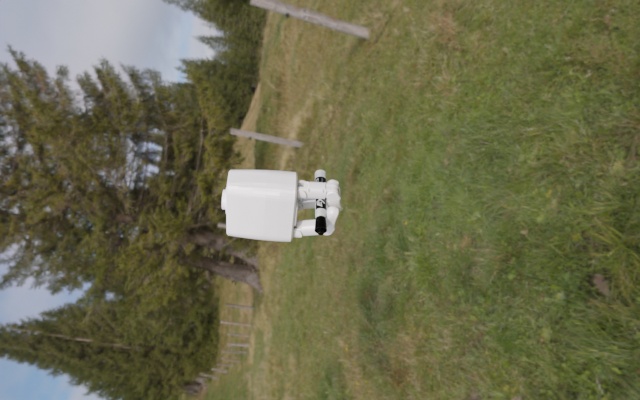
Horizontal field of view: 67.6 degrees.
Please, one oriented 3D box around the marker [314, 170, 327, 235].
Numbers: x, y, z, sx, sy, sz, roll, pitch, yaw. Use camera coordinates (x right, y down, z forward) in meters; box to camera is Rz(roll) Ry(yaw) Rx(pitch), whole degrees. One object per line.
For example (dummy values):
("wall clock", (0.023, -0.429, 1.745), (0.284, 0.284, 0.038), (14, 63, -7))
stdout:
("marker", (0.000, 0.002, 0.749), (0.020, 0.121, 0.020), (0, -38, 0))
